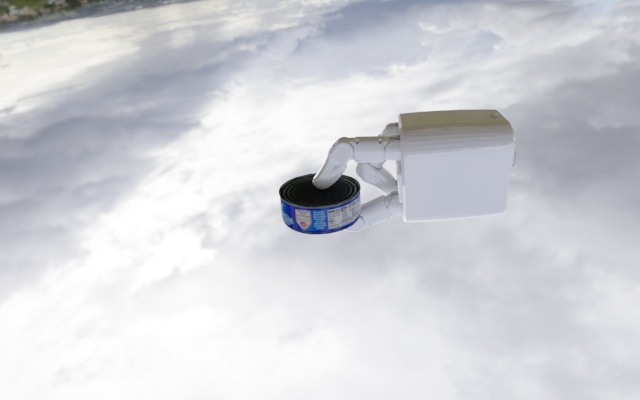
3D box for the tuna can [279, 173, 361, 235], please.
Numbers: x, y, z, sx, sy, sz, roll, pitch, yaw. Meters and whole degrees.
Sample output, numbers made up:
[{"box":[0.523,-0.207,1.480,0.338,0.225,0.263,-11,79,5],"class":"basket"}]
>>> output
[{"box":[0.000,0.002,0.504,0.086,0.034,0.086,-3,25,2],"class":"tuna can"}]
